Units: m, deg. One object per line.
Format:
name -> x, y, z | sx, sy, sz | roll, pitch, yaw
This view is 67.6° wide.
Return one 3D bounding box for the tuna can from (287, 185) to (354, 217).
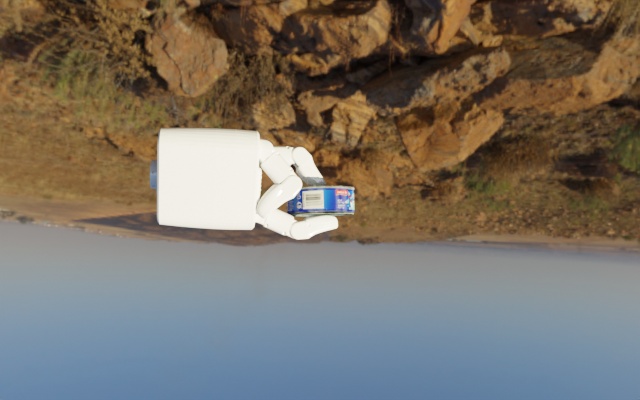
tuna can -> 0.000, 0.003, 0.599 | 0.086, 0.034, 0.086 | -2, -4, 0
